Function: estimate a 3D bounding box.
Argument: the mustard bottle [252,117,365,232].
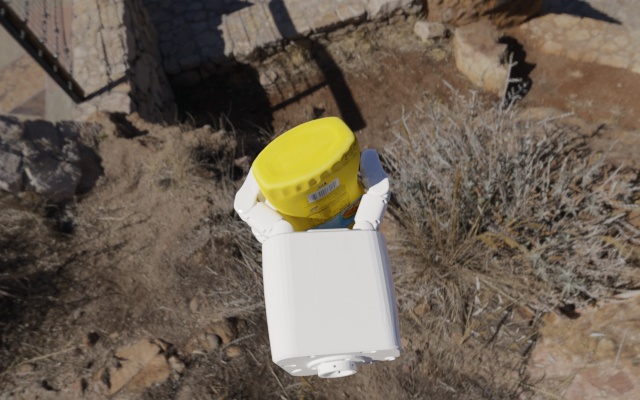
[{"bbox_3d":[0.000,0.001,0.494,0.096,0.058,0.192,-32,-29,-7],"label":"mustard bottle"}]
